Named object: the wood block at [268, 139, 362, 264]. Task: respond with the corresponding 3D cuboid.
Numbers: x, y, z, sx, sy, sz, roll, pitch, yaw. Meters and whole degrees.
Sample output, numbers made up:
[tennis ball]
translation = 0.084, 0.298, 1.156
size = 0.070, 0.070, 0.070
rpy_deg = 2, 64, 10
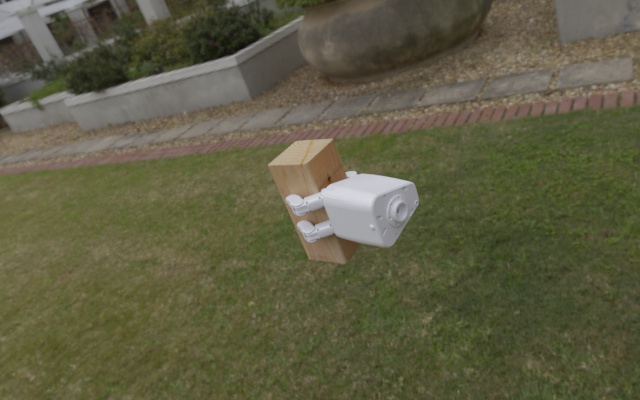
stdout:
[wood block]
translation = 0.001, 0.003, 0.858
size = 0.090, 0.206, 0.090
rpy_deg = 2, 34, 38
